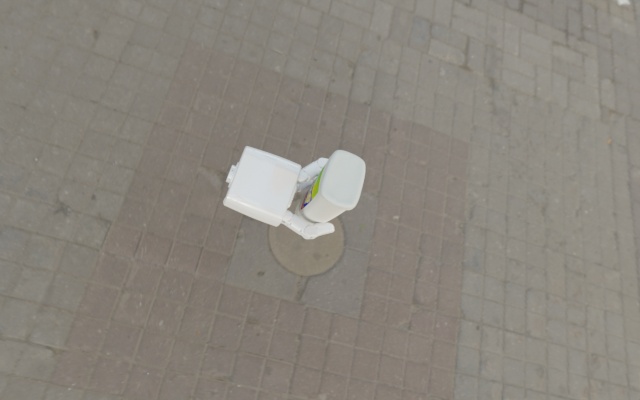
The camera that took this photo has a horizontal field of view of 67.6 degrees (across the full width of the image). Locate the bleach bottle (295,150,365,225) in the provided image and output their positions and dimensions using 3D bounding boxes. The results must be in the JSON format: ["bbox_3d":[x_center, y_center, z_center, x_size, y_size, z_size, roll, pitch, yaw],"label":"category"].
[{"bbox_3d":[0.000,0.003,0.873,0.068,0.102,0.251,23,-25,-11],"label":"bleach bottle"}]
